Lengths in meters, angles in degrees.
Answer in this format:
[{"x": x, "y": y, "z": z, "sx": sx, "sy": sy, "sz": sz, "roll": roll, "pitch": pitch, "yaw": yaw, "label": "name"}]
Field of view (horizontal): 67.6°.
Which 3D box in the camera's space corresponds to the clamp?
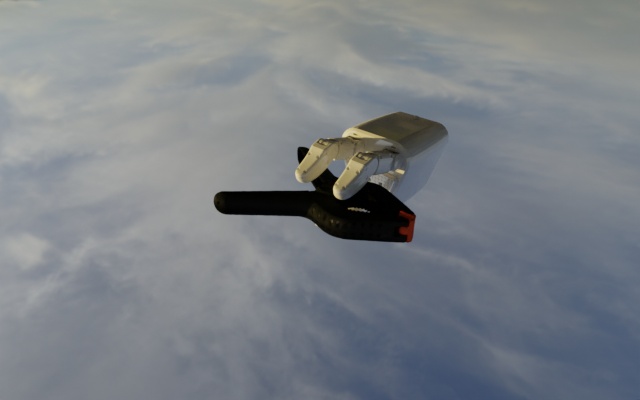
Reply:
[{"x": 0.001, "y": 0.003, "z": 0.522, "sx": 0.210, "sy": 0.036, "sz": 0.164, "roll": 25, "pitch": 39, "yaw": 34, "label": "clamp"}]
